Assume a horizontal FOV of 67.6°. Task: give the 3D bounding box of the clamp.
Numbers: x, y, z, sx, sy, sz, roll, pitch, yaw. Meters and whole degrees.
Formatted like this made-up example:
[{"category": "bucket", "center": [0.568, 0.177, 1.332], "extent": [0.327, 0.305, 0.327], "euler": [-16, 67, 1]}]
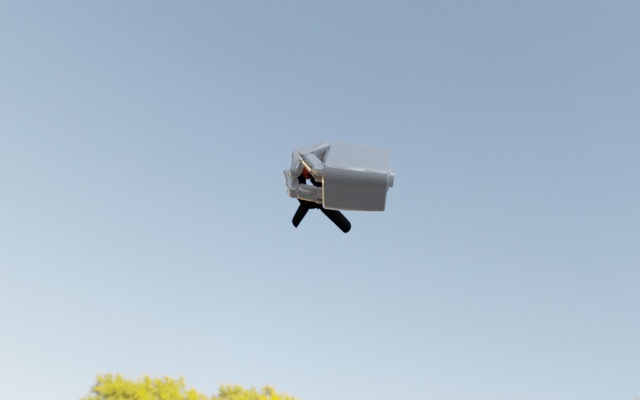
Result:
[{"category": "clamp", "center": [0.000, 0.002, 0.893], "extent": [0.120, 0.039, 0.172], "euler": [6, -39, 7]}]
